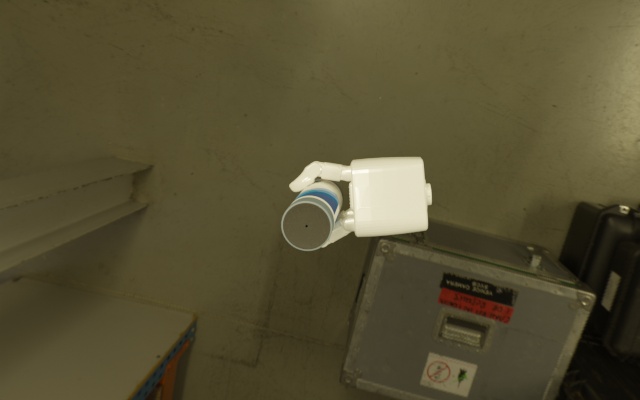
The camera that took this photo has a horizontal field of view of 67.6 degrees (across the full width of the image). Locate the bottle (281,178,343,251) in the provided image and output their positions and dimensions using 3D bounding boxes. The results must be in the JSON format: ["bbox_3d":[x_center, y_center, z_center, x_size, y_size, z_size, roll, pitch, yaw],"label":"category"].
[{"bbox_3d":[0.000,0.002,0.751,0.069,0.069,0.295,0,12,7],"label":"bottle"}]
